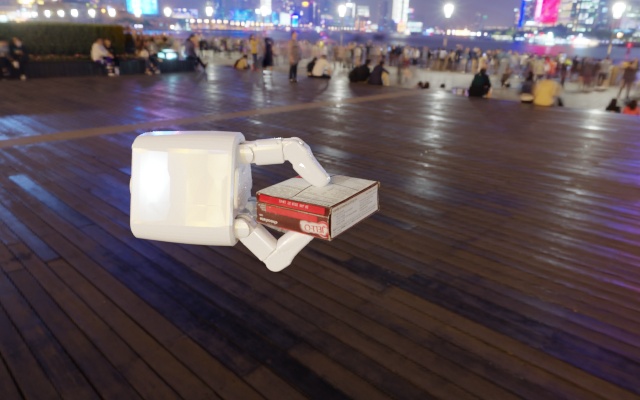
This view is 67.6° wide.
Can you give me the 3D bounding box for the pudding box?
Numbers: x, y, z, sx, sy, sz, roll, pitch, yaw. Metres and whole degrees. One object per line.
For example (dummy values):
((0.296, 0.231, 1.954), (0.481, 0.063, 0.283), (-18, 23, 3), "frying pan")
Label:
((0.000, 0.001, 0.507), (0.090, 0.039, 0.113), (13, 23, 29), "pudding box")
